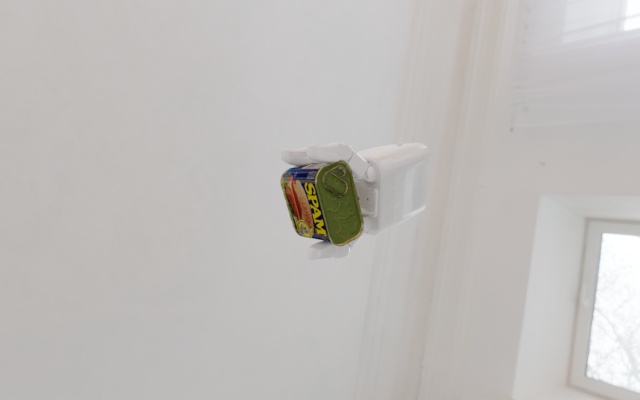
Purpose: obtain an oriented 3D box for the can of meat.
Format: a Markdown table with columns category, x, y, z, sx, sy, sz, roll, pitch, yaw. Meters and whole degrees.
| category | x | y | z | sx | sy | sz | roll | pitch | yaw |
| --- | --- | --- | --- | --- | --- | --- | --- | --- | --- |
| can of meat | 0.000 | 0.002 | 0.612 | 0.057 | 0.102 | 0.084 | -24 | 17 | -34 |
